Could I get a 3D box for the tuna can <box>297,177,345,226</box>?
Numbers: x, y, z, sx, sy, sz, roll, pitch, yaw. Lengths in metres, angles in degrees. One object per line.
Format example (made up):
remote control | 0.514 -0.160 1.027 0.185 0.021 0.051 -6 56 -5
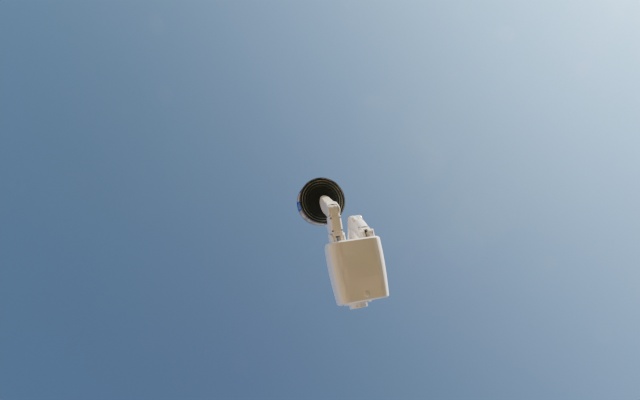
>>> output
tuna can | 0.000 0.003 0.882 0.086 0.086 0.034 0 -11 -14
